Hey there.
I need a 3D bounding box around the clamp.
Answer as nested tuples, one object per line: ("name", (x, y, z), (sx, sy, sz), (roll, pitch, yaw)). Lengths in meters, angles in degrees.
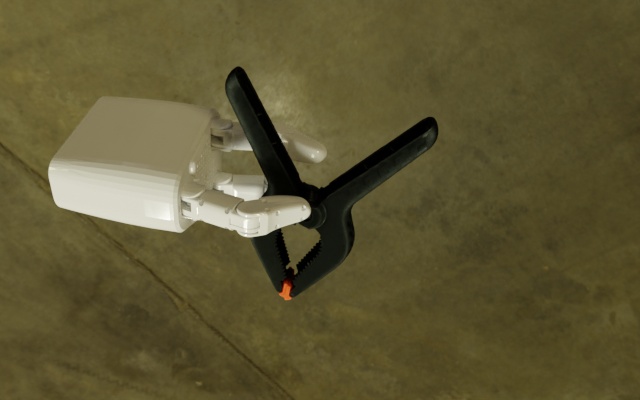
("clamp", (0.000, 0.002, 0.405), (0.164, 0.210, 0.036), (9, 32, 4))
